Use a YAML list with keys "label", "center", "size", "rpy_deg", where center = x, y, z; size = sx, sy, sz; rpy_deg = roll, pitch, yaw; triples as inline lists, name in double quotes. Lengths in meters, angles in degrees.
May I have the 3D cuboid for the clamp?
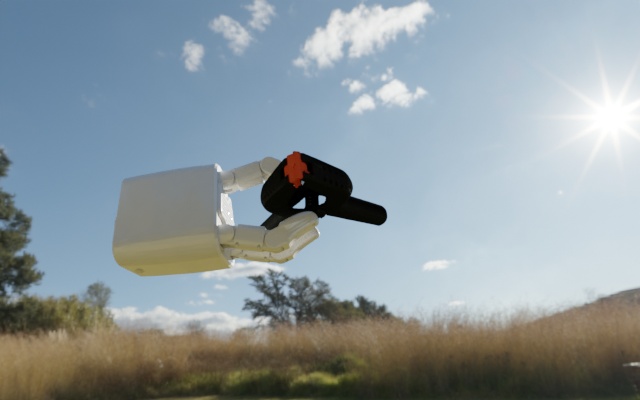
- label: "clamp"
  center: [0.000, 0.001, 0.520]
  size: [0.164, 0.036, 0.210]
  rpy_deg: [-8, -20, -2]
